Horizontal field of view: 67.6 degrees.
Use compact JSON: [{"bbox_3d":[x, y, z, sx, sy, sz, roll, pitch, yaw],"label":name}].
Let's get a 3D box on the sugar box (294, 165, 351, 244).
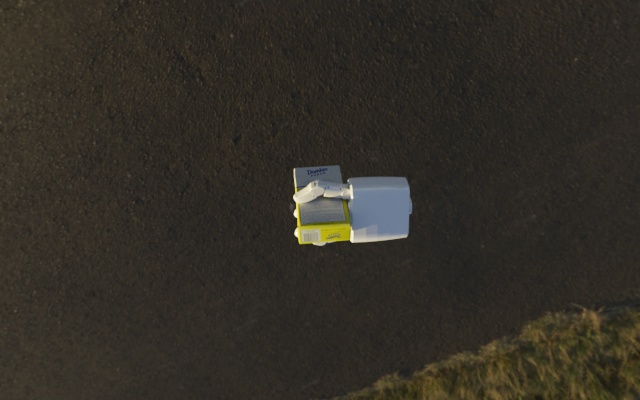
[{"bbox_3d":[0.000,0.003,0.889,0.093,0.048,0.176,-4,37,-2],"label":"sugar box"}]
